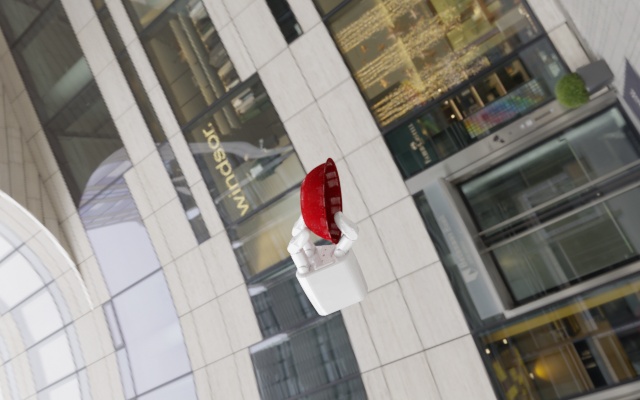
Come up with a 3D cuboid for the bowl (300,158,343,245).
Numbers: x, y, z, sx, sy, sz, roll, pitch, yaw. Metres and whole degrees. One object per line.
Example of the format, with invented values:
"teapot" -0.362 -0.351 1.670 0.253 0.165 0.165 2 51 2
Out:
"bowl" 0.000 0.002 0.888 0.055 0.162 0.162 -4 -1 13
